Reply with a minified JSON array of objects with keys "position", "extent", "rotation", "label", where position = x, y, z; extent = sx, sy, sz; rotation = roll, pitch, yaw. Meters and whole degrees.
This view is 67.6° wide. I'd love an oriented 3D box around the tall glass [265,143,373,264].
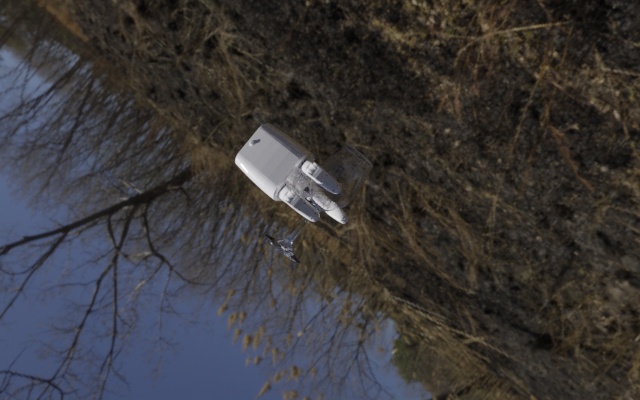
[{"position":[0.000,0.003,0.783],"extent":[0.079,0.201,0.079],"rotation":[39,0,0],"label":"tall glass"}]
